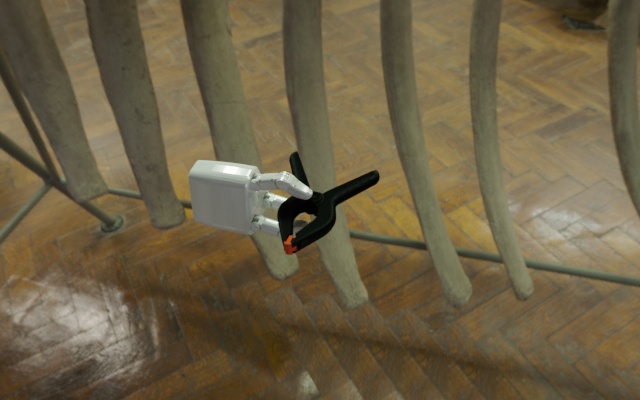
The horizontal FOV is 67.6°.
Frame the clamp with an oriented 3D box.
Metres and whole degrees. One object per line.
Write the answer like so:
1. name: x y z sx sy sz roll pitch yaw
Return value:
1. clamp: 0.000 0.002 0.773 0.164 0.209 0.036 9 -42 13
